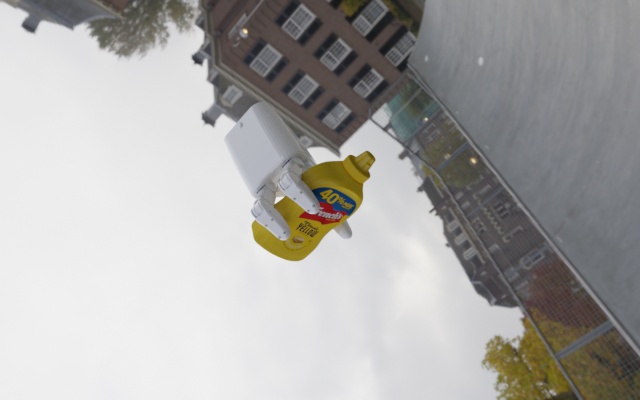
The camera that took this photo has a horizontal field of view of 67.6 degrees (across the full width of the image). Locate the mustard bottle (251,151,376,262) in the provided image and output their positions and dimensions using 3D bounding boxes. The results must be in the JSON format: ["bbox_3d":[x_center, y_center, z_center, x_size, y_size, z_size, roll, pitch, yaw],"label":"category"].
[{"bbox_3d":[0.000,0.003,0.646,0.096,0.058,0.192,30,-63,-35],"label":"mustard bottle"}]
